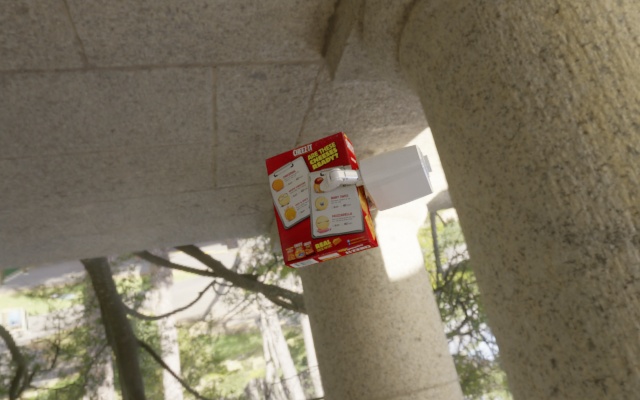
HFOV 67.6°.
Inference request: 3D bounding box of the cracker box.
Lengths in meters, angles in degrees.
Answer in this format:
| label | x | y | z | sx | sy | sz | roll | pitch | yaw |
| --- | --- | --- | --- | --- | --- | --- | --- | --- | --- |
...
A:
| label | x | y | z | sx | sy | sz | roll | pitch | yaw |
| --- | --- | --- | --- | --- | --- | --- | --- | --- | --- |
| cracker box | 0.000 | 0.003 | 0.885 | 0.164 | 0.213 | 0.072 | -18 | -20 | 15 |
